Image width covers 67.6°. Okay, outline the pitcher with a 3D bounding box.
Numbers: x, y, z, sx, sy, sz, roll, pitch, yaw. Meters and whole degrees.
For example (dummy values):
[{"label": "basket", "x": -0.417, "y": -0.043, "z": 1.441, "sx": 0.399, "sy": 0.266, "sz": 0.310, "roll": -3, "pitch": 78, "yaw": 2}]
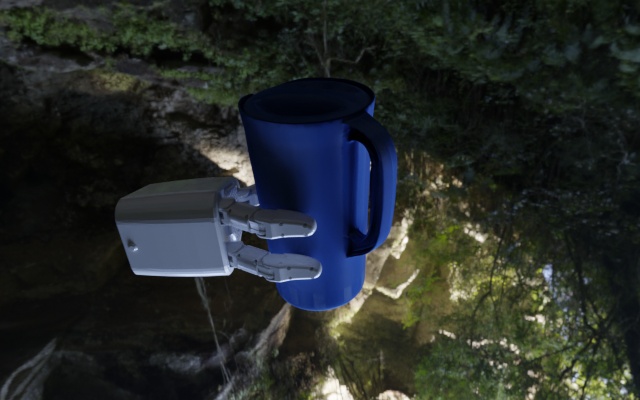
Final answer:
[{"label": "pitcher", "x": 0.000, "y": 0.002, "z": 0.514, "sx": 0.145, "sy": 0.243, "sz": 0.149, "roll": -3, "pitch": 31, "yaw": 2}]
